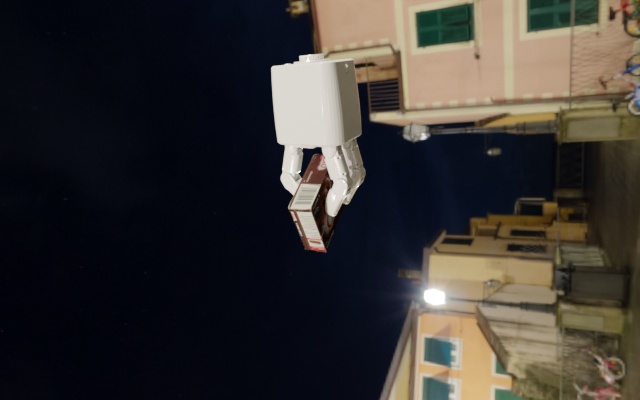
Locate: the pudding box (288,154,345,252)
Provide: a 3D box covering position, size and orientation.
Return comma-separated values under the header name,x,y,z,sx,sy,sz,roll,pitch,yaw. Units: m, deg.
name,x,y,z,sx,sy,sz,roll,pitch,yaw
pudding box,0.000,0.002,0.682,0.039,0.113,0.090,4,-43,25
